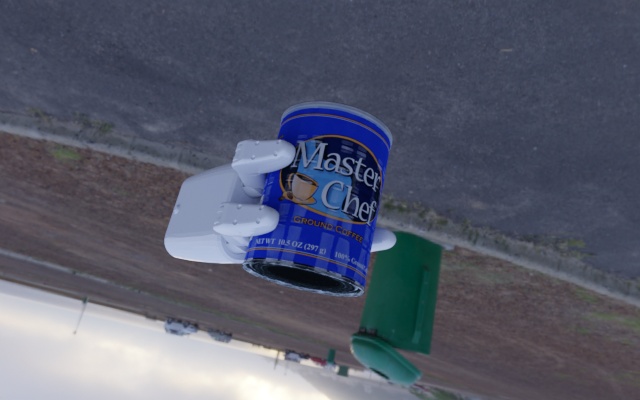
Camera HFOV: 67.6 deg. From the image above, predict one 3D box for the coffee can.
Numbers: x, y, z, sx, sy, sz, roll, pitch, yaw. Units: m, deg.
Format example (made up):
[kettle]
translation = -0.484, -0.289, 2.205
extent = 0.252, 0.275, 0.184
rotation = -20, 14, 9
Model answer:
[coffee can]
translation = 0.000, 0.001, 0.412
extent = 0.103, 0.140, 0.103
rotation = 11, -19, 4
